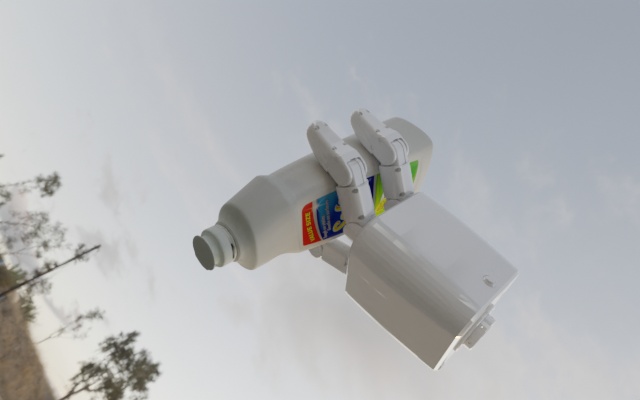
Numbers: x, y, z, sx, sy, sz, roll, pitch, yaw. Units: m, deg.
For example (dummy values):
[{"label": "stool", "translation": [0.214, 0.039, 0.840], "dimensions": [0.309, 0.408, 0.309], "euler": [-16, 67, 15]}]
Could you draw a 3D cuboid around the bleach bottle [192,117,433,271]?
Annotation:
[{"label": "bleach bottle", "translation": [0.000, 0.001, 0.430], "dimensions": [0.250, 0.103, 0.068], "euler": [-27, 55, -39]}]
